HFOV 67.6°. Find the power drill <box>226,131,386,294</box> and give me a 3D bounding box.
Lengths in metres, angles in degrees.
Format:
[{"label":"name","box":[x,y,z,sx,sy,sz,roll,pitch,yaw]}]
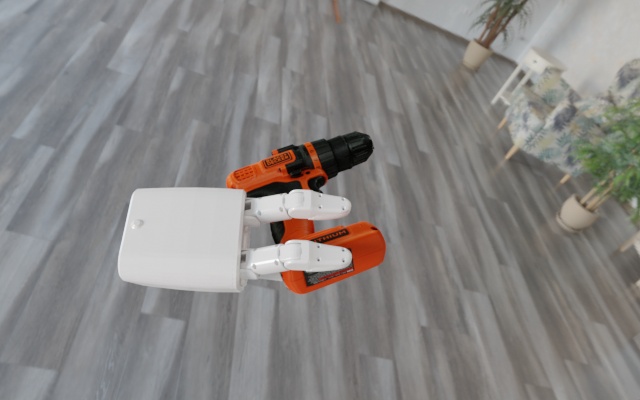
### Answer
[{"label":"power drill","box":[0.000,0.002,0.526,0.184,0.057,0.187,-21,42,-6]}]
